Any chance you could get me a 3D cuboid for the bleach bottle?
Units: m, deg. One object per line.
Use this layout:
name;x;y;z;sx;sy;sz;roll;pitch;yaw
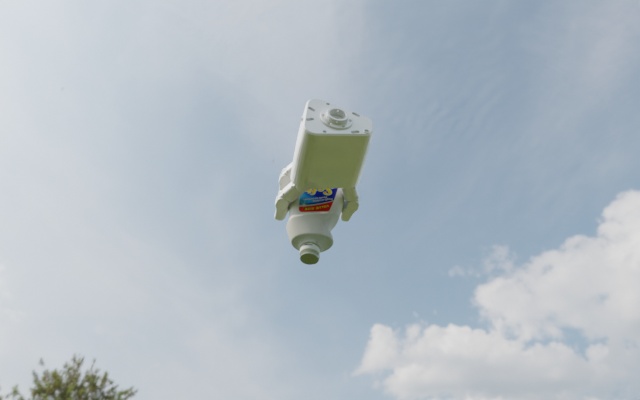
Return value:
bleach bottle;0.000;0.003;0.808;0.102;0.250;0.068;10;-46;-4
